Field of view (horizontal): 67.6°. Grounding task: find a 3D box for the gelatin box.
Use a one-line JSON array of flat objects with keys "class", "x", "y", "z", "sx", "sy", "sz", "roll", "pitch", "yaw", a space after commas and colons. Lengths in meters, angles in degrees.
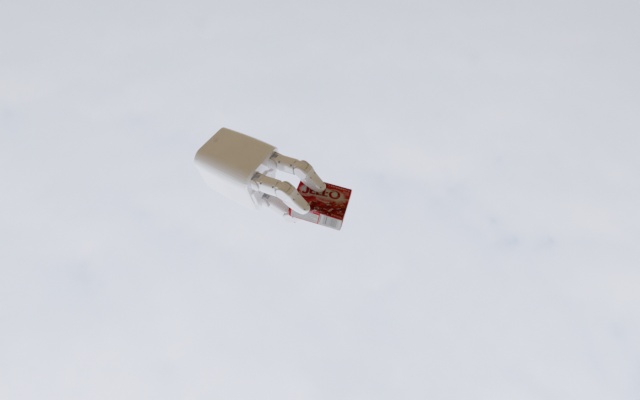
[{"class": "gelatin box", "x": 0.000, "y": 0.003, "z": 0.779, "sx": 0.089, "sy": 0.073, "sz": 0.030, "roll": 16, "pitch": -43, "yaw": 4}]
